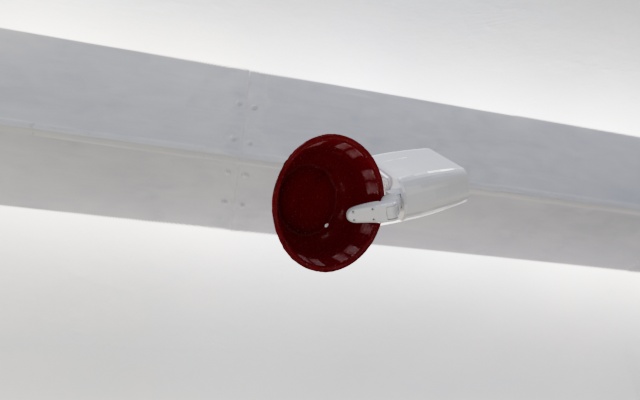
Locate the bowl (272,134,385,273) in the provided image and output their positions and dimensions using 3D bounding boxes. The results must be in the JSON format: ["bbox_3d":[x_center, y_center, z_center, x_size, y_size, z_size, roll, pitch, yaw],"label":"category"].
[{"bbox_3d":[-0.001,0.002,0.574,0.162,0.162,0.055,0,5,-36],"label":"bowl"}]
